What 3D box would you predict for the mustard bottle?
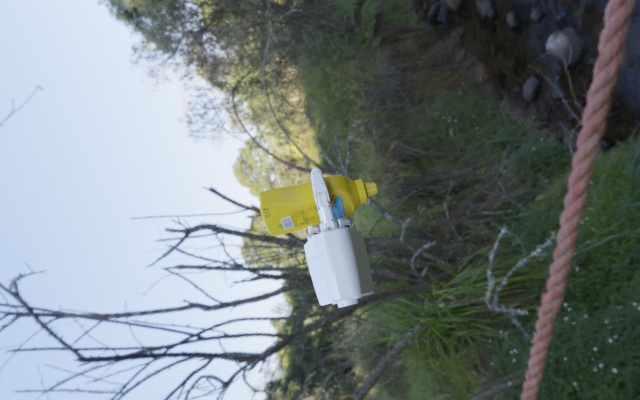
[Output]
[{"bbox_3d":[0.000,0.002,0.790,0.191,0.058,0.096,-14,-37,1],"label":"mustard bottle"}]
